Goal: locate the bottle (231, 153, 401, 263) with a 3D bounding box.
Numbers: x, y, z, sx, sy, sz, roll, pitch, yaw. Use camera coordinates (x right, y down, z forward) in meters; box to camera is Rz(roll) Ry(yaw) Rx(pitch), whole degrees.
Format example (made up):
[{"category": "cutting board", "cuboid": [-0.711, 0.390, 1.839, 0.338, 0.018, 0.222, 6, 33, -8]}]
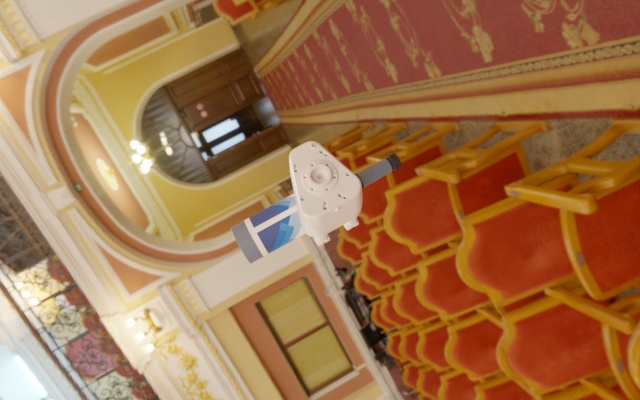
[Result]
[{"category": "bottle", "cuboid": [0.000, 0.003, 0.783, 0.295, 0.069, 0.069, -29, 3, -6]}]
